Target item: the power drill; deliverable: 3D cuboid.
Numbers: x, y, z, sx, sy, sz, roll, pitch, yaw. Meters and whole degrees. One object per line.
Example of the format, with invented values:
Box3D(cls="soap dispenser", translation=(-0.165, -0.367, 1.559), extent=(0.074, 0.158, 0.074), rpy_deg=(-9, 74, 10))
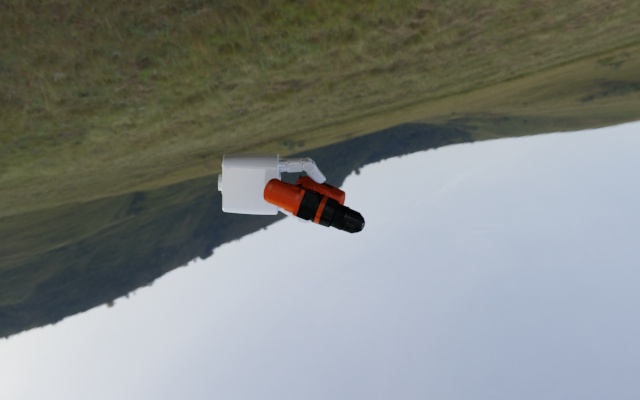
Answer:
Box3D(cls="power drill", translation=(0.000, 0.003, 0.889), extent=(0.184, 0.057, 0.187), rpy_deg=(23, 8, 6))
